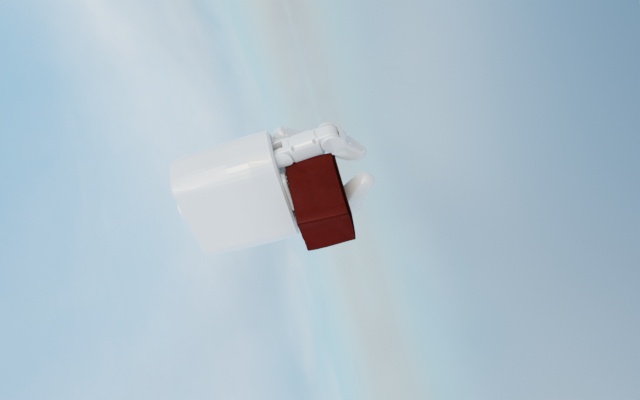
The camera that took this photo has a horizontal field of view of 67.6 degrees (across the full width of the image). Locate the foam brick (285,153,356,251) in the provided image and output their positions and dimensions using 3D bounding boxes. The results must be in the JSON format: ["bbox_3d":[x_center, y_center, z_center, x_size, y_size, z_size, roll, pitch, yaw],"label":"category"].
[{"bbox_3d":[0.000,0.002,0.475,0.051,0.078,0.053,-15,-36,1],"label":"foam brick"}]
